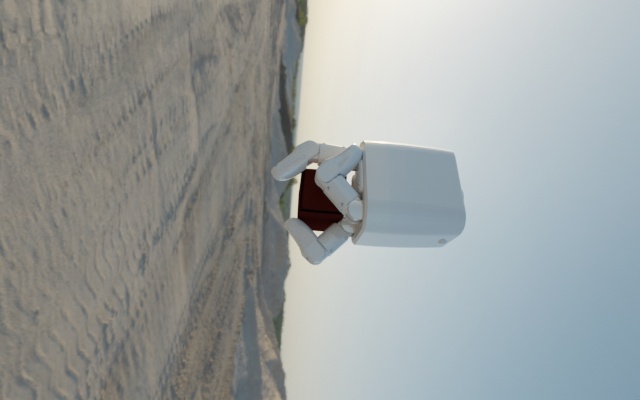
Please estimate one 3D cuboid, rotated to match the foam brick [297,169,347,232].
[{"bbox_3d":[0.000,0.002,0.559,0.051,0.053,0.078,4,-18,-4],"label":"foam brick"}]
